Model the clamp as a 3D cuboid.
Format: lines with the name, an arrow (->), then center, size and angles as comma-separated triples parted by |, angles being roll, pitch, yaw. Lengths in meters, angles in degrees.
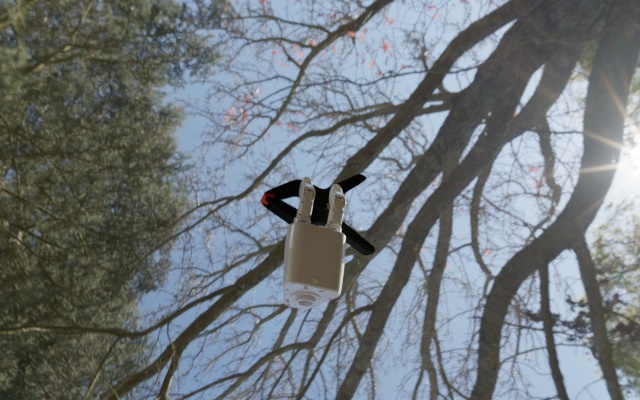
clamp -> -0.001, 0.003, 0.848 | 0.210, 0.164, 0.036 | 15, -36, -15
